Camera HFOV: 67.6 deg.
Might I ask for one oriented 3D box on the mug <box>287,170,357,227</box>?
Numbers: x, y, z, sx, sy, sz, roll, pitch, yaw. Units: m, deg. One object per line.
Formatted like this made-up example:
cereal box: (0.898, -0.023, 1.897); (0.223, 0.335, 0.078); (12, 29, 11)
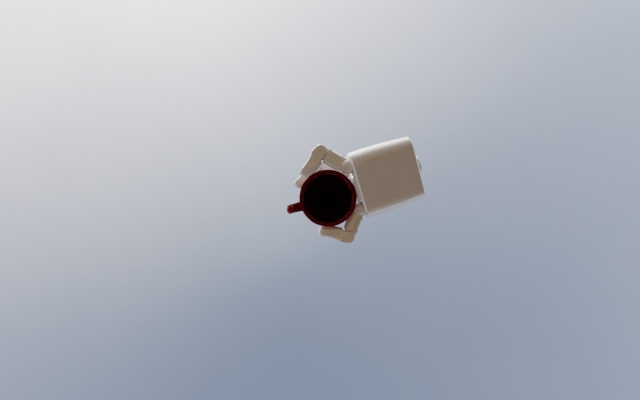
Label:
mug: (-0.001, 0.003, 0.810); (0.117, 0.093, 0.081); (-18, -4, -2)
